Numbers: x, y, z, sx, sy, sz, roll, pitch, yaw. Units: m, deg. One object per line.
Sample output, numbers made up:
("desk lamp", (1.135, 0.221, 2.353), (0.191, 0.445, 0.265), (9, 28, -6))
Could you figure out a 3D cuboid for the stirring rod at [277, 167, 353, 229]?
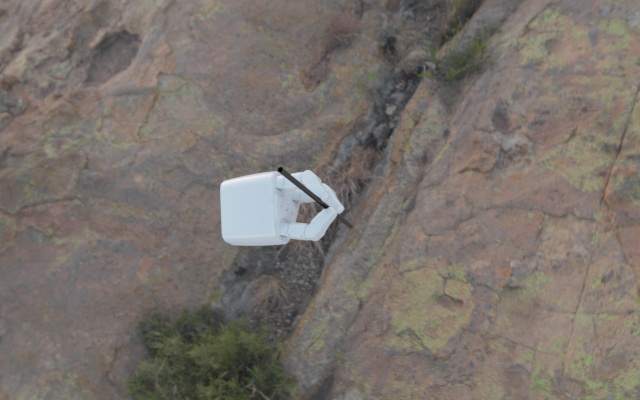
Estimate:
("stirring rod", (0.000, 0.002, 0.719), (0.011, 0.011, 0.240), (0, -21, 28))
